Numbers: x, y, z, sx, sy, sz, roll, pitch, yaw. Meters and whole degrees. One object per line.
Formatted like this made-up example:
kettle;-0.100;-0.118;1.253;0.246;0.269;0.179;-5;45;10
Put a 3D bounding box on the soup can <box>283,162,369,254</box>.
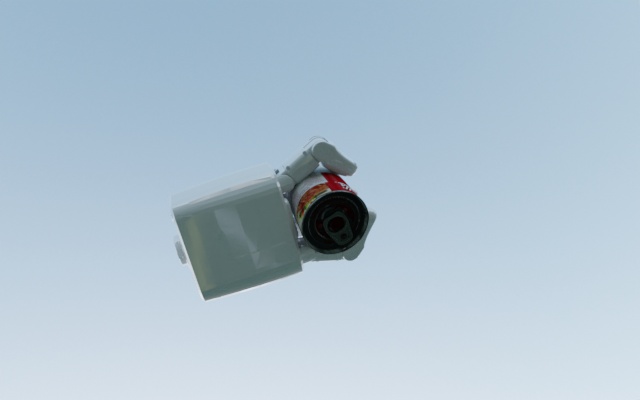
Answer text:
soup can;0.000;0.001;0.498;0.068;0.068;0.102;0;24;-19
